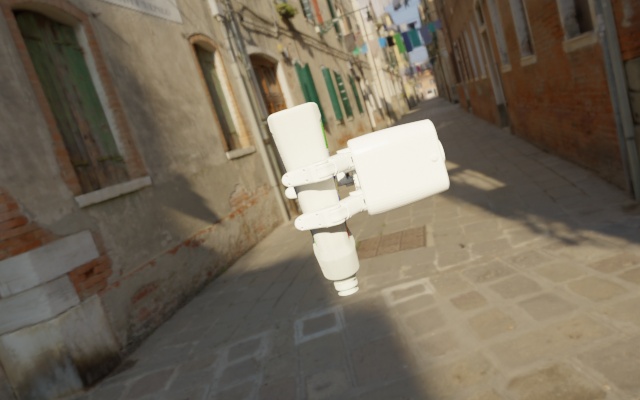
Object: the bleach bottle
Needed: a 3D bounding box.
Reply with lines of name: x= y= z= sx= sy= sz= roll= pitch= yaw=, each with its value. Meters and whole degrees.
bleach bottle: x=0.000 y=0.002 z=0.630 sx=0.068 sy=0.251 sz=0.102 roll=-17 pitch=8 yaw=1
